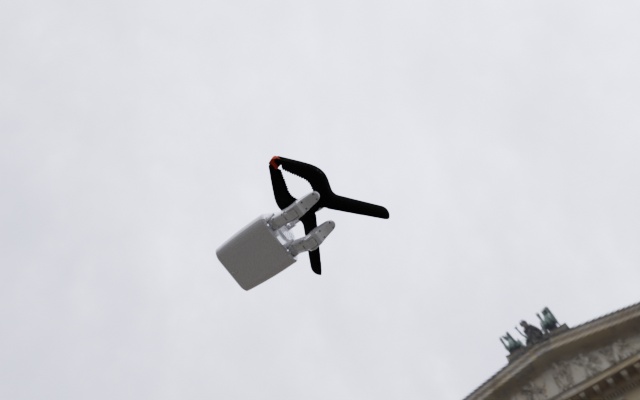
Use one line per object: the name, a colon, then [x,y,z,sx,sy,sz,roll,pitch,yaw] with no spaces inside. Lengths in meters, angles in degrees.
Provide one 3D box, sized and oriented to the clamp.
clamp: [0.000,0.002,0.784,0.164,0.210,0.036,-35,12,9]
